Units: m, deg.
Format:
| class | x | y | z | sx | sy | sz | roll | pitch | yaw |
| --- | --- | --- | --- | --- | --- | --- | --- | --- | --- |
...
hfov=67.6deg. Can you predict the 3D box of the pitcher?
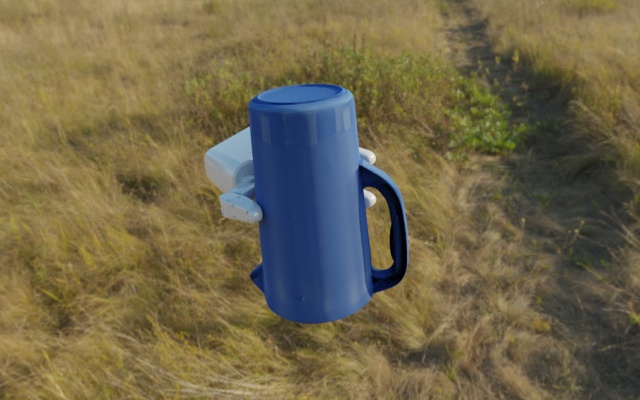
| class | x | y | z | sx | sy | sz | roll | pitch | yaw |
| --- | --- | --- | --- | --- | --- | --- | --- | --- | --- |
| pitcher | 0.000 | 0.002 | 0.527 | 0.149 | 0.243 | 0.145 | -19 | 28 | -29 |
